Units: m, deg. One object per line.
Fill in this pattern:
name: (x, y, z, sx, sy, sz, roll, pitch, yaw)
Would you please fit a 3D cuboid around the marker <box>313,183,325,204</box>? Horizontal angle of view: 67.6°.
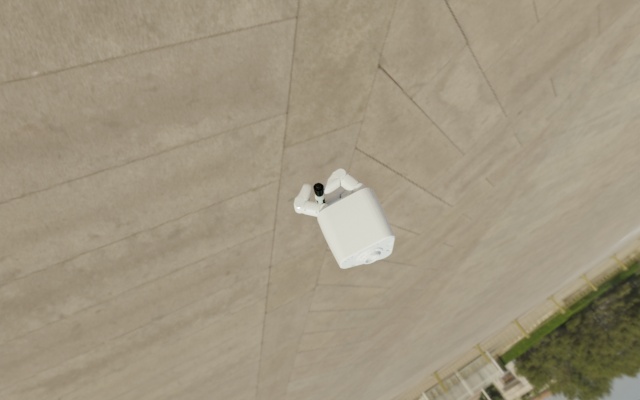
marker: (0.000, 0.003, 0.893, 0.020, 0.020, 0.121, 0, -29, 4)
